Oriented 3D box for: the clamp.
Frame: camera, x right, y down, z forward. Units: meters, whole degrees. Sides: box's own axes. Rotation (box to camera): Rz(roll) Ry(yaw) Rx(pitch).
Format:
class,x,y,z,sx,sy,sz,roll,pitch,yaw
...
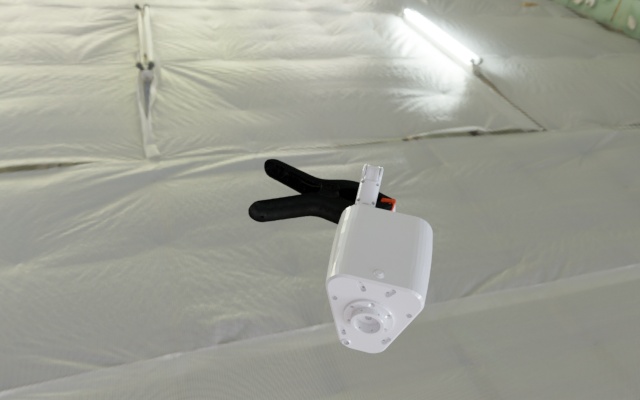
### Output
class,x,y,z,sx,sy,sz,roll,pitch,yaw
clamp,0.000,0.002,0.558,0.171,0.039,0.120,13,38,6
